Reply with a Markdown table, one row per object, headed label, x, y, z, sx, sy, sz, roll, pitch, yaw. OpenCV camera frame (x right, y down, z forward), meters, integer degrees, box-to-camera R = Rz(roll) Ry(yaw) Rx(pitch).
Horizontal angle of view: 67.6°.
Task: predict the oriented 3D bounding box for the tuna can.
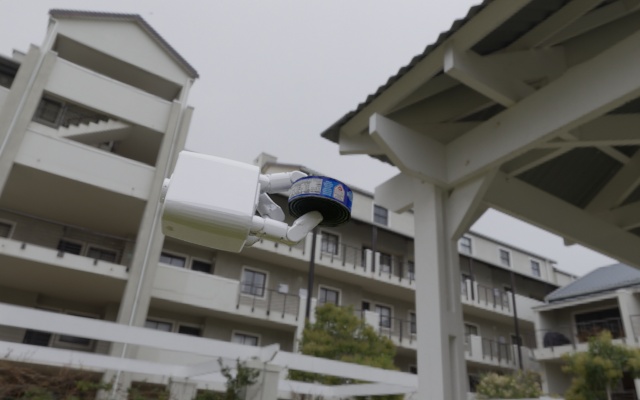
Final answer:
| label | x | y | z | sx | sy | sz | roll | pitch | yaw |
| --- | --- | --- | --- | --- | --- | --- | --- | --- | --- |
| tuna can | 0.000 | 0.002 | 0.633 | 0.086 | 0.033 | 0.086 | 8 | -28 | 4 |
